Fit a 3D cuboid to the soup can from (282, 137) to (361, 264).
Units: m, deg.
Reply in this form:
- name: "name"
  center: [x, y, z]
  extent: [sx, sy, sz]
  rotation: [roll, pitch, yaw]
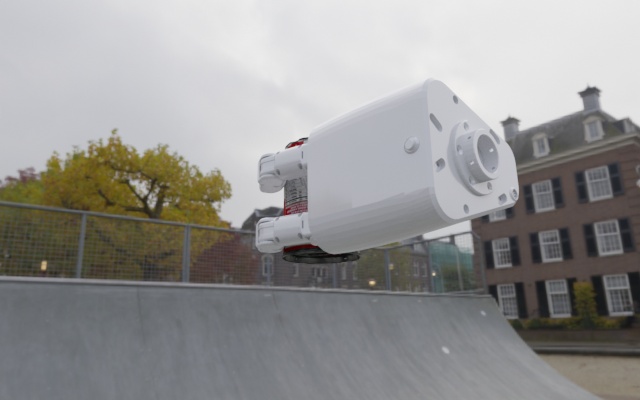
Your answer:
- name: "soup can"
  center: [0.000, 0.001, 0.426]
  extent: [0.068, 0.102, 0.068]
  rotation: [-1, -15, 0]
